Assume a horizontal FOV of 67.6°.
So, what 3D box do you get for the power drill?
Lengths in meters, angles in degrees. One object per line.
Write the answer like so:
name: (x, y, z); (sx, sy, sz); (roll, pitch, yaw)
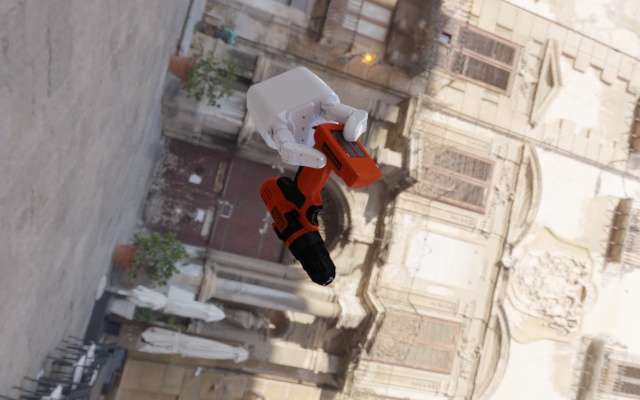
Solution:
power drill: (0.000, 0.002, 0.659); (0.057, 0.184, 0.188); (-9, -32, -46)
